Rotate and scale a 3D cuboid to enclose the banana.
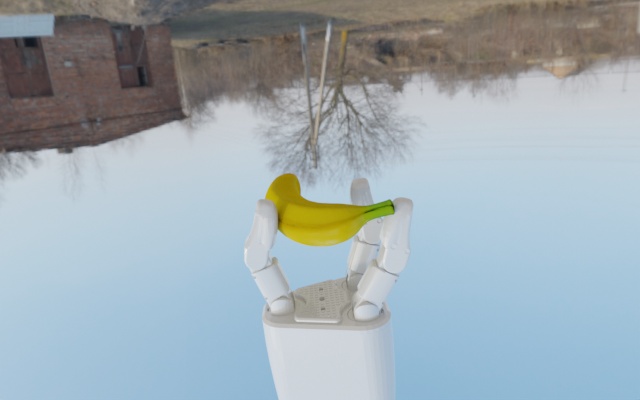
[{"bbox_3d":[-0.015,0.007,0.436,0.069,0.037,0.197,-17,18,-24],"label":"banana"}]
